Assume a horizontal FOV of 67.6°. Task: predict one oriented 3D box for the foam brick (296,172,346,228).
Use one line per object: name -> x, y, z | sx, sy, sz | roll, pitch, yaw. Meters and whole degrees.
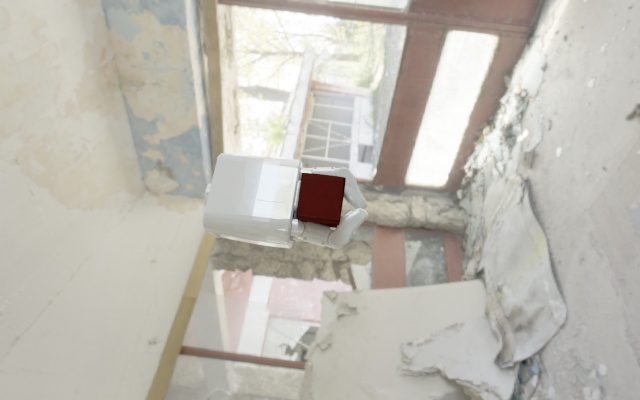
foam brick -> 0.000, 0.002, 0.572 | 0.051, 0.053, 0.078 | 8, -10, 1
